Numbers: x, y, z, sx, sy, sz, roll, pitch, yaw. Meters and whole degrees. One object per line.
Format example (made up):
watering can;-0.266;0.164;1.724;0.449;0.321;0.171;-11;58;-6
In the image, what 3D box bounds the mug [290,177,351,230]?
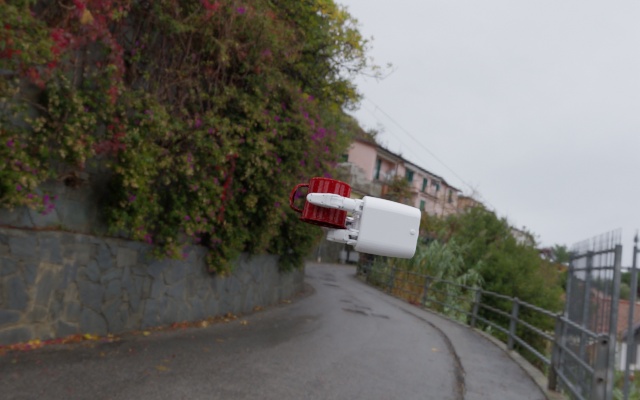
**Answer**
mug;-0.001;0.002;0.899;0.117;0.081;0.093;12;-9;-5
